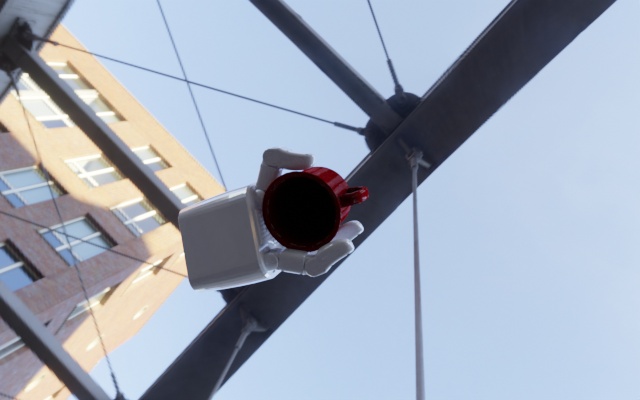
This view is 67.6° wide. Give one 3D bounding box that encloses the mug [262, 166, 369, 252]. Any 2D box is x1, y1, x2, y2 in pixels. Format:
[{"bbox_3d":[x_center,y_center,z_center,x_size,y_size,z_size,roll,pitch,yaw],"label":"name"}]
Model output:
[{"bbox_3d":[0.001,0.001,0.561,0.117,0.093,0.081,-15,8,20],"label":"mug"}]
